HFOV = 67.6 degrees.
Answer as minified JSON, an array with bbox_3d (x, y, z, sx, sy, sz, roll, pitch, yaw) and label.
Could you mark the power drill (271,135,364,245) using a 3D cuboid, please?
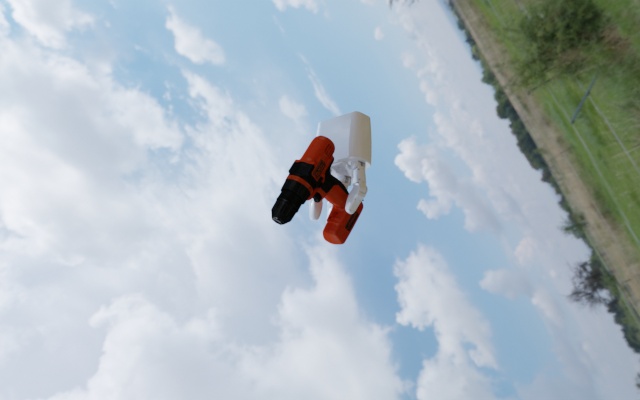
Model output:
[{"bbox_3d":[0.000,0.003,0.883,0.057,0.184,0.188,13,-27,39],"label":"power drill"}]
